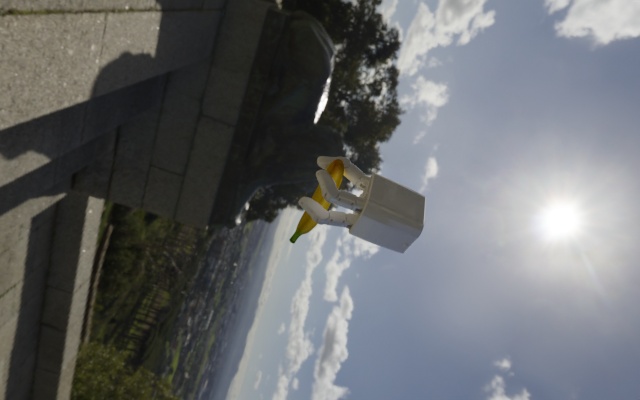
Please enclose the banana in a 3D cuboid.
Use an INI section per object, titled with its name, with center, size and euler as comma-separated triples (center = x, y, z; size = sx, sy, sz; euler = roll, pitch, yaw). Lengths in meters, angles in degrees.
[banana]
center = 0.003, -0.003, 0.874
size = 0.037, 0.198, 0.069
euler = 28, 31, -1
